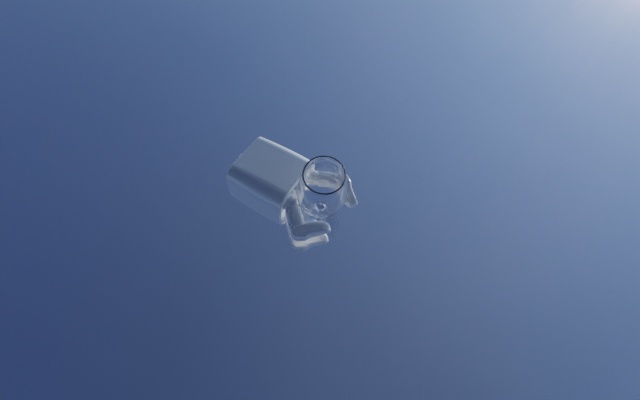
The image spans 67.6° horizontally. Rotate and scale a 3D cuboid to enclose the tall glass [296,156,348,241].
[{"bbox_3d":[0.000,0.003,0.764,0.079,0.079,0.201,0,-23,-3],"label":"tall glass"}]
